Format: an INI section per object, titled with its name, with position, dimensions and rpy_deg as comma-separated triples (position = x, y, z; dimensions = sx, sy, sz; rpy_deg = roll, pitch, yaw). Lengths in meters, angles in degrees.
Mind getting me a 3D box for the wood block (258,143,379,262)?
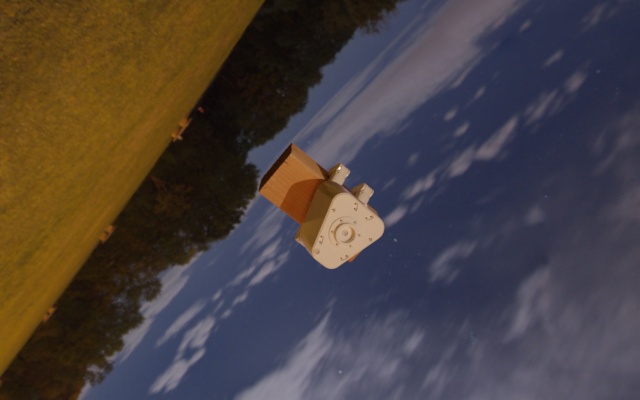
[wood block]
position = 0.000, 0.003, 0.848
dimensions = 0.206, 0.091, 0.090
rpy_deg = 39, 12, -14
